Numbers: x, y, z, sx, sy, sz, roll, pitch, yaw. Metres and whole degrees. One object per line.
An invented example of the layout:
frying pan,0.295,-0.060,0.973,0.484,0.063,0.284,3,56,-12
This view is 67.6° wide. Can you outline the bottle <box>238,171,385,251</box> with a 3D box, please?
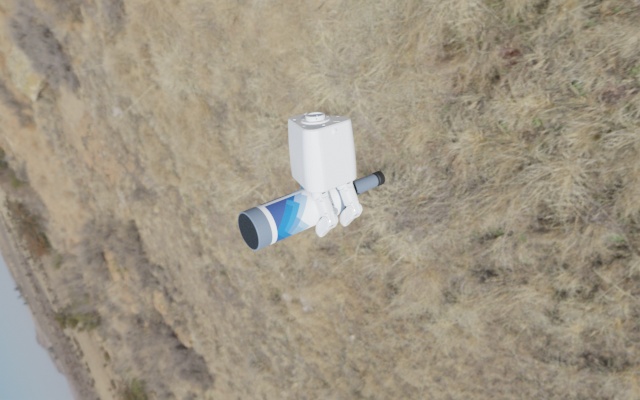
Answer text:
bottle,0.000,0.003,0.838,0.295,0.069,0.069,-22,12,-32
